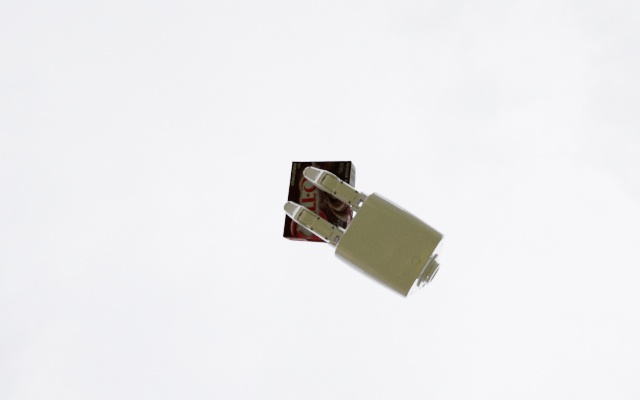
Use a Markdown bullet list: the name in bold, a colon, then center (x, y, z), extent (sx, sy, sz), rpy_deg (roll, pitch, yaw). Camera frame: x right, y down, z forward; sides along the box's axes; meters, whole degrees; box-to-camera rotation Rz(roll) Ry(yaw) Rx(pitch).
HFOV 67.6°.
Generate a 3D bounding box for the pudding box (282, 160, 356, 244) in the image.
- **pudding box**: center (0.000, 0.002, 0.662), extent (0.090, 0.113, 0.039), rpy_deg (1, -15, 19)
